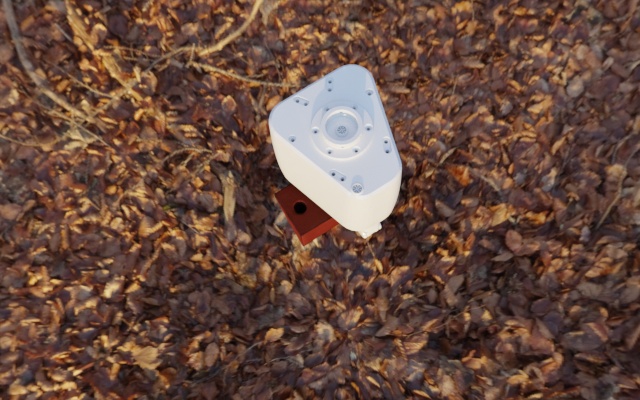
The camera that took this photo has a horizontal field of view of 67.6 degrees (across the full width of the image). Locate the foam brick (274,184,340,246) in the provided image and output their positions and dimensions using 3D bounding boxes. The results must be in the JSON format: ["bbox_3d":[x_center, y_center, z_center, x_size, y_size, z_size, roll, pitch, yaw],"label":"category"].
[{"bbox_3d":[0.000,0.002,0.487,0.078,0.053,0.051,-32,-14,-5],"label":"foam brick"}]
